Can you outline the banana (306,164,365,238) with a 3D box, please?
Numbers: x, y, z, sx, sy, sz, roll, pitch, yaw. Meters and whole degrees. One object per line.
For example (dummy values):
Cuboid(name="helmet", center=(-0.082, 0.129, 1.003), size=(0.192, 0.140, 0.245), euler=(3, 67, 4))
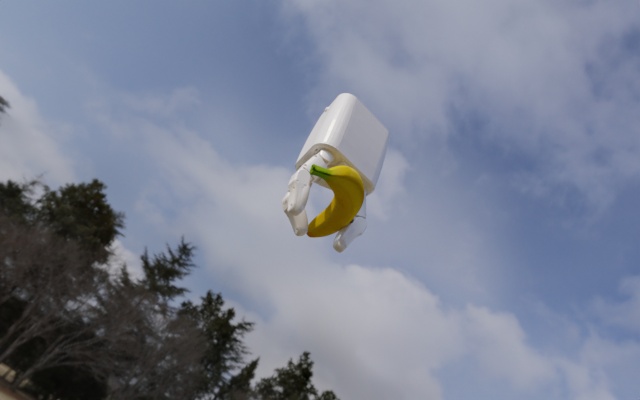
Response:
Cuboid(name="banana", center=(0.019, 0.004, 0.615), size=(0.069, 0.037, 0.198), euler=(10, -28, 2))
